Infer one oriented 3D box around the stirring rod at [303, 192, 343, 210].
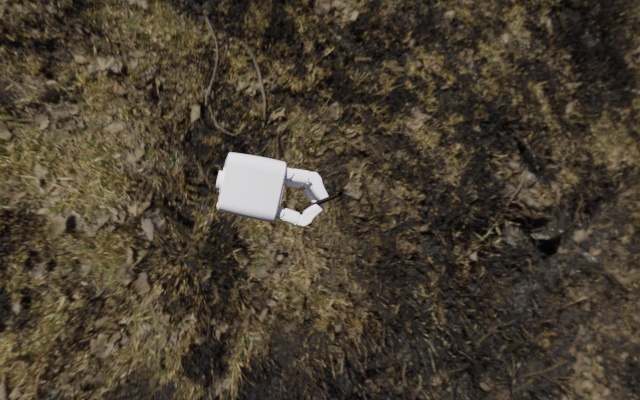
[{"bbox_3d":[0.000,0.003,0.890,0.011,0.011,0.239,0,-6,-16],"label":"stirring rod"}]
